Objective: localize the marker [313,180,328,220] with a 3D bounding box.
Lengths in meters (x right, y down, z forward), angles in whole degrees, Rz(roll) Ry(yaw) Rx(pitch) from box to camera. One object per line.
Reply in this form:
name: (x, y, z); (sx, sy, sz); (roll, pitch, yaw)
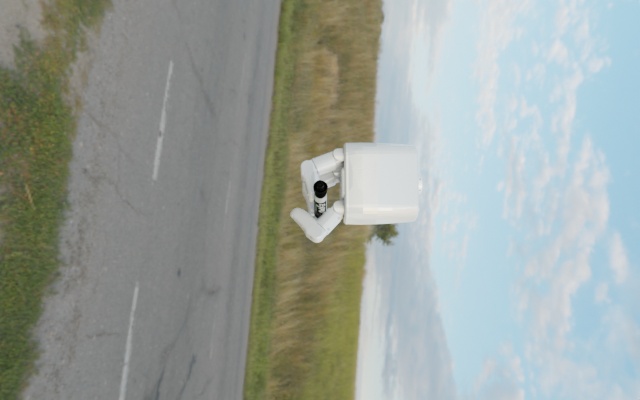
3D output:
marker: (0.000, 0.002, 0.657); (0.020, 0.020, 0.121); (0, -21, 0)
